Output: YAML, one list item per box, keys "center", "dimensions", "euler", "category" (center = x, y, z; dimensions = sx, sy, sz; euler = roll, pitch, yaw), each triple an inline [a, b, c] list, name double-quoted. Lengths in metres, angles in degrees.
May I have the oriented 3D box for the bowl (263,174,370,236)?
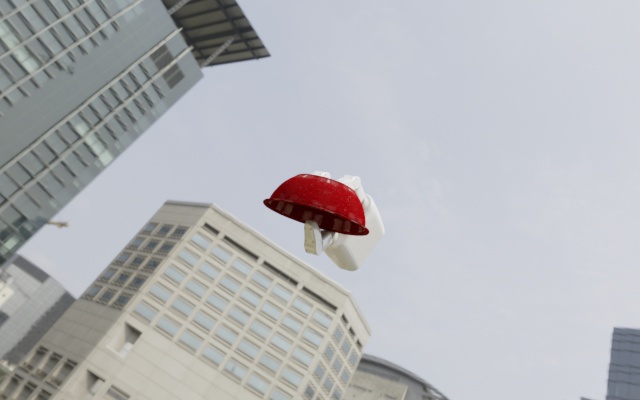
- center: [0.000, 0.002, 0.700]
  dimensions: [0.162, 0.055, 0.162]
  euler: [16, -11, 3]
  category: "bowl"
